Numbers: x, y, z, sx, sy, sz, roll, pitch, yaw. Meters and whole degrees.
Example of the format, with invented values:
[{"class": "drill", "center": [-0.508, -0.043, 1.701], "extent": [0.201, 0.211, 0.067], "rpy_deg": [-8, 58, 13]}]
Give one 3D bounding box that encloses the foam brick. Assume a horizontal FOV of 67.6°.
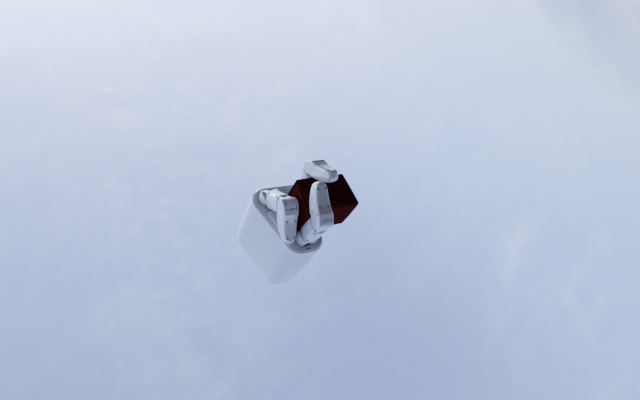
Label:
[{"class": "foam brick", "center": [0.000, 0.002, 0.648], "extent": [0.078, 0.053, 0.051], "rpy_deg": [-9, -30, -32]}]
